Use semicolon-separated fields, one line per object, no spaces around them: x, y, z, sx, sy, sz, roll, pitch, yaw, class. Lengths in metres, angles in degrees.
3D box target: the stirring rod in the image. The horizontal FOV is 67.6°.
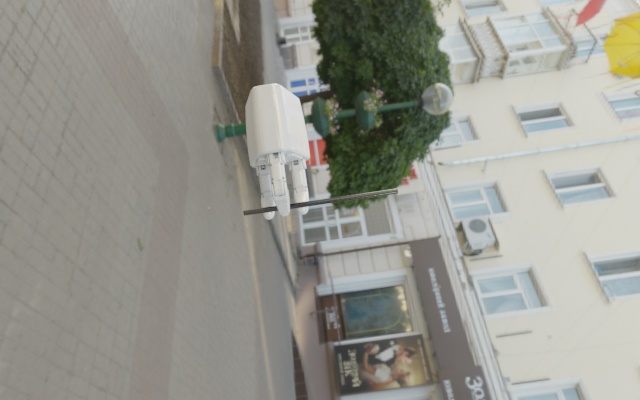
0.000;0.002;0.740;0.239;0.011;0.011;-8;0;1;stirring rod
